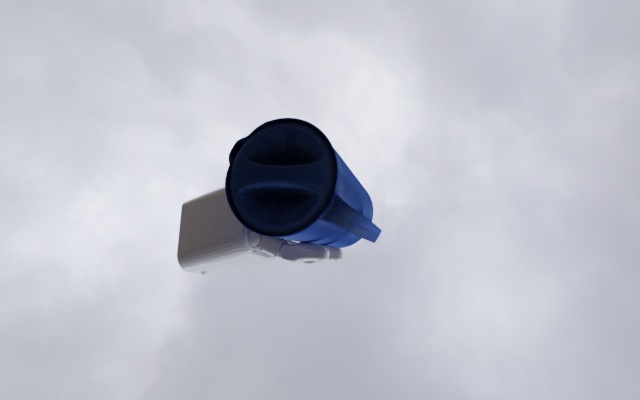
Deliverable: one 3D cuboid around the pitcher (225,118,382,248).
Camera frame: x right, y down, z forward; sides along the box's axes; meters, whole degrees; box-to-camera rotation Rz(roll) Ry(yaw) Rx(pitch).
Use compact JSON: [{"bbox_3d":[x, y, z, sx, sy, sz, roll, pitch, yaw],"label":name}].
[{"bbox_3d":[0.000,0.002,0.617,0.145,0.149,0.243,-17,-17,15],"label":"pitcher"}]
